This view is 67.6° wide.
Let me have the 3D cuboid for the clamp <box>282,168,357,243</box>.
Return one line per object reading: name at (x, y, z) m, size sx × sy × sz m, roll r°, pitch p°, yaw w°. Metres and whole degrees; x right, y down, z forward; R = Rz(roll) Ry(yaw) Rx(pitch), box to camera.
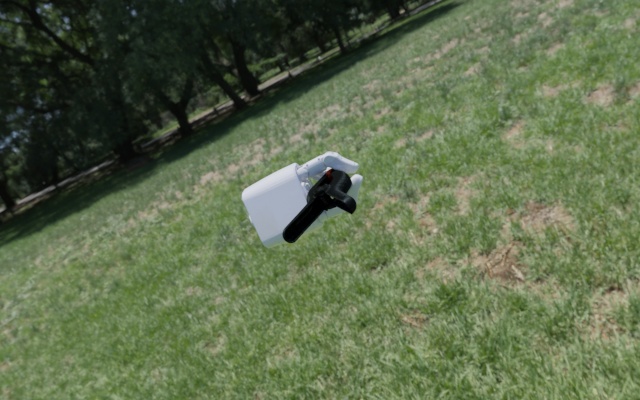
clamp at (0.000, 0.002, 0.730) m, size 0.120 × 0.039 × 0.171 m, roll -25°, pitch 17°, yaw 13°
